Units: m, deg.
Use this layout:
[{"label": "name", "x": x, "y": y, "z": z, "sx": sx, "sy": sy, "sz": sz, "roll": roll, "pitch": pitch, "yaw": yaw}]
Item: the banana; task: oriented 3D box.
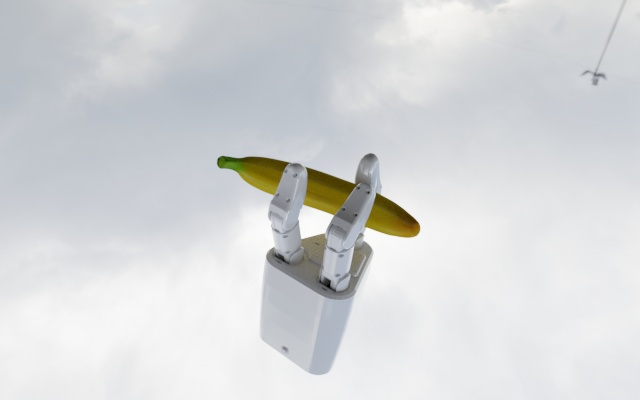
[{"label": "banana", "x": 0.000, "y": -0.005, "z": 0.466, "sx": 0.198, "sy": 0.037, "sz": 0.069, "roll": 18, "pitch": 19, "yaw": 5}]
